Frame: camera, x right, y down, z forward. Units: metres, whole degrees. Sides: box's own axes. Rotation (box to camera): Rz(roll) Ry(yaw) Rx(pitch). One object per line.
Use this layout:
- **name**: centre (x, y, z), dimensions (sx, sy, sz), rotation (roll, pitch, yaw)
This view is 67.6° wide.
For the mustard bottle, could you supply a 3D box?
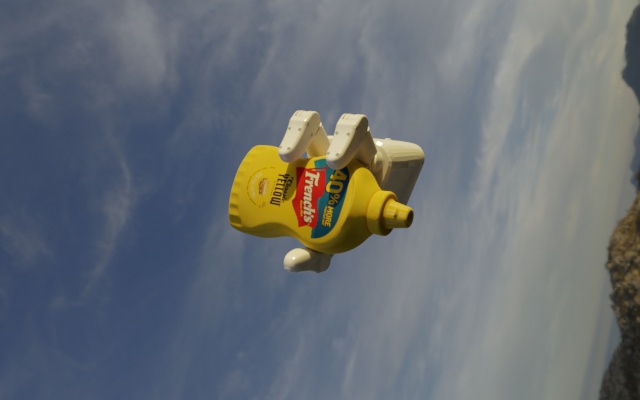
- **mustard bottle**: centre (0.000, 0.001, 0.472), dimensions (0.191, 0.096, 0.058), rotation (10, -12, 32)
